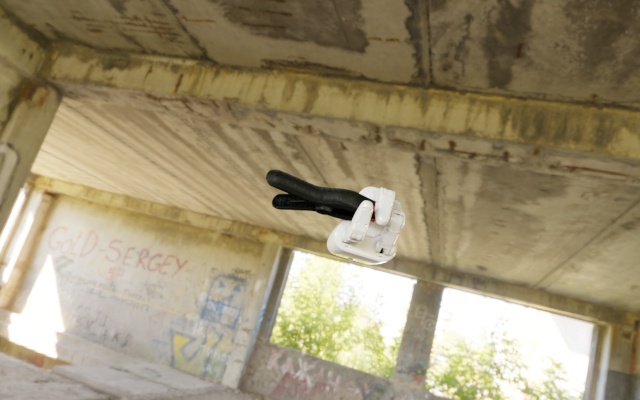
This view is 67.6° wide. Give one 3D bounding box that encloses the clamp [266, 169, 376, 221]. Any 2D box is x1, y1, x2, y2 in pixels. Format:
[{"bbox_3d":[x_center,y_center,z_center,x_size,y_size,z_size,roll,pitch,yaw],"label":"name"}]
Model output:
[{"bbox_3d":[0.000,0.002,0.707,0.171,0.039,0.120,17,-13,-5],"label":"clamp"}]
